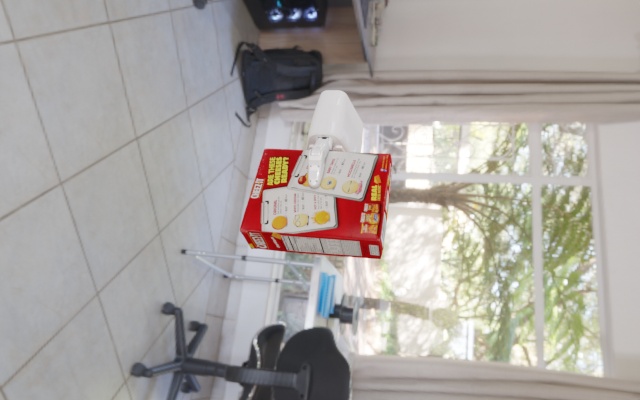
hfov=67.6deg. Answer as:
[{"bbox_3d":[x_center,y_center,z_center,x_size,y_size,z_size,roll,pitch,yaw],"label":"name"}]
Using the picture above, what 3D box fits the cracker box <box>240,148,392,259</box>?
[{"bbox_3d":[0.000,0.002,0.758,0.213,0.164,0.072,3,-34,13],"label":"cracker box"}]
